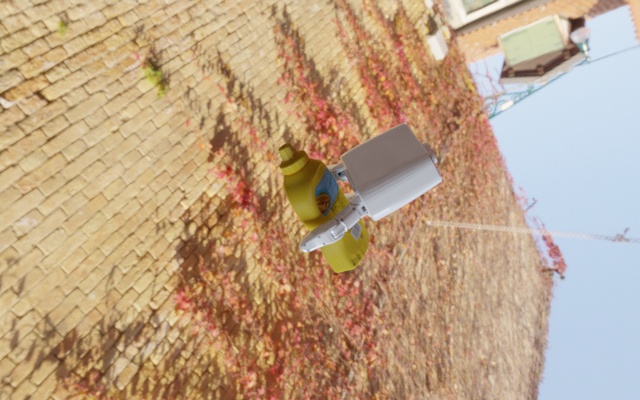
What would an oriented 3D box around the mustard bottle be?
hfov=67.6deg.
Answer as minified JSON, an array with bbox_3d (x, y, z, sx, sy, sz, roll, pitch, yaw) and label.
[{"bbox_3d":[0.000,0.003,0.666,0.058,0.192,0.096,-18,27,30],"label":"mustard bottle"}]
